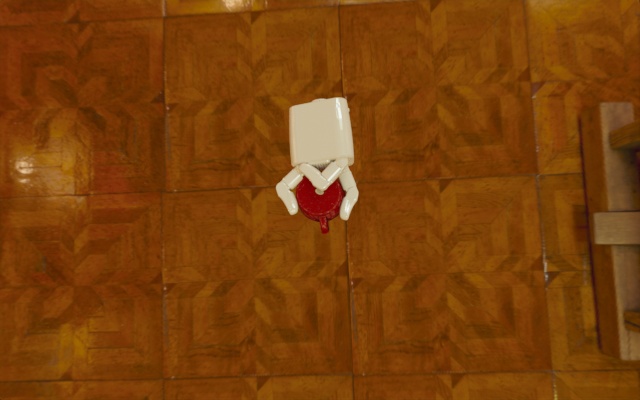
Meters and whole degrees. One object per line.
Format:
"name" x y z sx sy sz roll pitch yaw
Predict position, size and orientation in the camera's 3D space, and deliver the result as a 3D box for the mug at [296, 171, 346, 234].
"mug" 0.000 0.004 0.873 0.093 0.117 0.081 -6 -7 3
